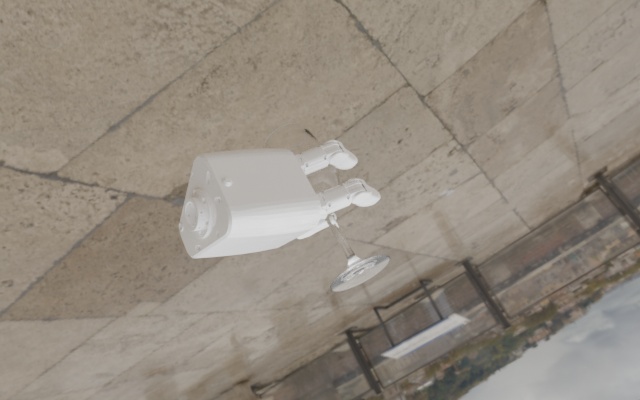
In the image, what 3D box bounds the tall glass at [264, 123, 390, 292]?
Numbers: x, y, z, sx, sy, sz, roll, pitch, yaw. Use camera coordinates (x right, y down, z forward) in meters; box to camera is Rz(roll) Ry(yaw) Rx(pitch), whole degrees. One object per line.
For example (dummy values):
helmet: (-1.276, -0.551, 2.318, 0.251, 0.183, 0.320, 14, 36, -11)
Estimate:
tall glass: (0.000, 0.002, 0.564, 0.079, 0.201, 0.079, -23, -25, -12)
